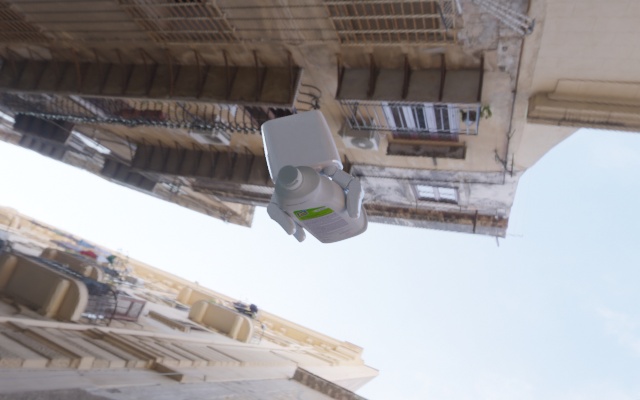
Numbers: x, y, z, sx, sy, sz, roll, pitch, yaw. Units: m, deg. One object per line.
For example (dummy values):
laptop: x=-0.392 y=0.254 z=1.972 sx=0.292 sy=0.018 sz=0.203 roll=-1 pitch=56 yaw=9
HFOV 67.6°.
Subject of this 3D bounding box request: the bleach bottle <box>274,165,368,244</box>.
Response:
bleach bottle: x=0.000 y=0.003 z=0.750 sx=0.102 sy=0.068 sz=0.251 roll=-19 pitch=-23 yaw=10
